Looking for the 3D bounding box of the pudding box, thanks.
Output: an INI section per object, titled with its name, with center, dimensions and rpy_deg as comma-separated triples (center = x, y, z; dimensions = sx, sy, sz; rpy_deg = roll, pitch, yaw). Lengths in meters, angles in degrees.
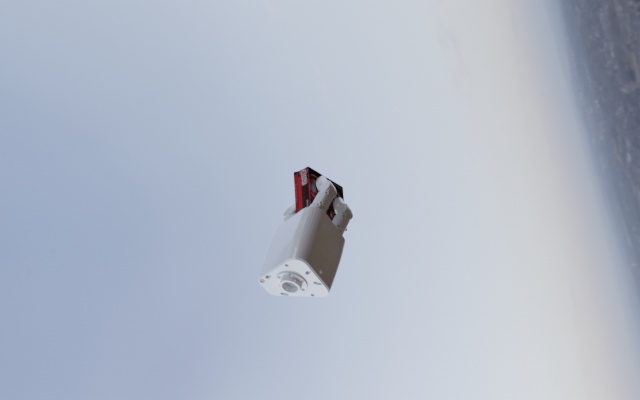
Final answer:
[pudding box]
center = 0.000, 0.003, 0.839
dimensions = 0.039, 0.090, 0.113
rpy_deg = -17, -27, 29
